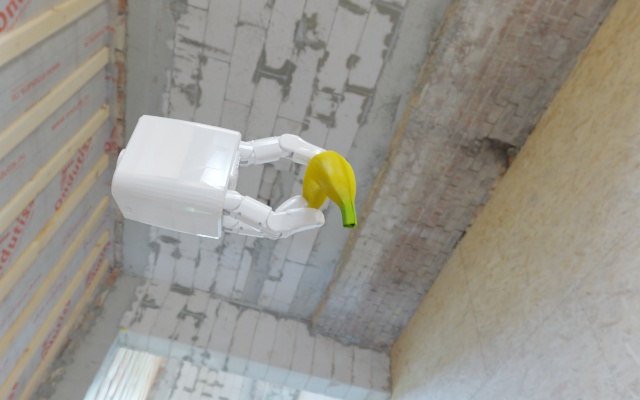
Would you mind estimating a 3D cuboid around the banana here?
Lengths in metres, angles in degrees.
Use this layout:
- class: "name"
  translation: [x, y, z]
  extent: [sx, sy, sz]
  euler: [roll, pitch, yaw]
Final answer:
- class: "banana"
  translation: [0.003, -0.017, 0.499]
  extent: [0.037, 0.069, 0.198]
  euler: [7, 3, -9]
